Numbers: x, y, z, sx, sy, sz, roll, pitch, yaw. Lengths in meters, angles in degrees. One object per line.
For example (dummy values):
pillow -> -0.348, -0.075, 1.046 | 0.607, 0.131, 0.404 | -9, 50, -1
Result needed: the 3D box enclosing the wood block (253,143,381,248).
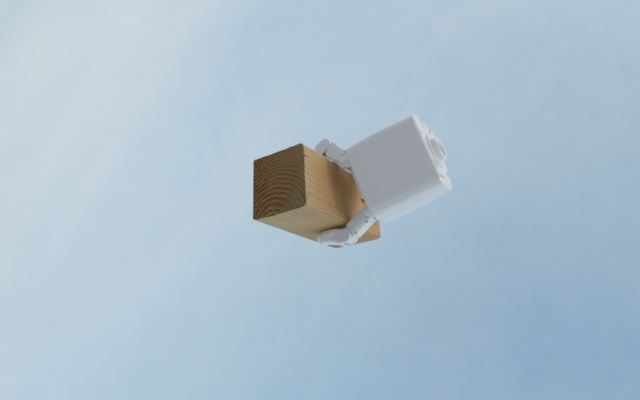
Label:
wood block -> 0.001, 0.003, 0.709 | 0.090, 0.090, 0.206 | -16, -24, 30
